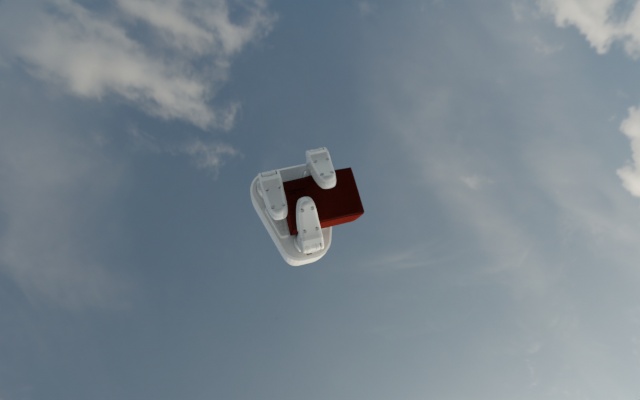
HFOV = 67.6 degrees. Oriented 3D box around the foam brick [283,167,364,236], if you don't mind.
[{"bbox_3d":[0.000,0.002,0.519,0.078,0.053,0.051,-12,-11,-8],"label":"foam brick"}]
